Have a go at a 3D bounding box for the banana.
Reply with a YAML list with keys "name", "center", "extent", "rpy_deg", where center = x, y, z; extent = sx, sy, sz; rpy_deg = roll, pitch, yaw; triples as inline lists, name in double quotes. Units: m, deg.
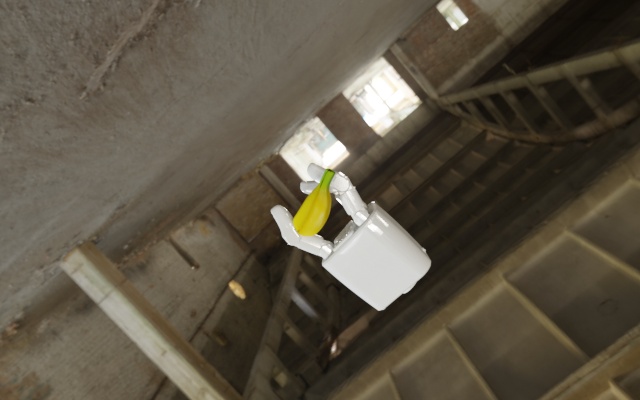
- name: "banana"
  center: [-0.009, 0.016, 0.626]
  extent: [0.037, 0.069, 0.198]
  rpy_deg: [34, -14, -1]
